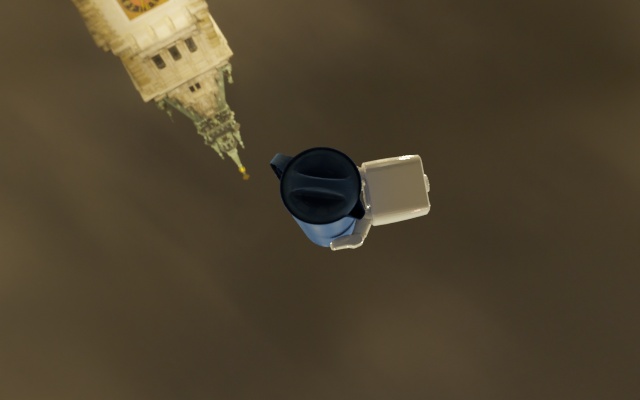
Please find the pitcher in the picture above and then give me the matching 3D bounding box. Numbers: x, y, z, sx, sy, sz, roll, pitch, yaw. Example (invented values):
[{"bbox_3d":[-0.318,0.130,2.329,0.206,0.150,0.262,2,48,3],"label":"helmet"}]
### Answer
[{"bbox_3d":[0.000,0.003,0.875,0.145,0.149,0.243,-11,-18,0],"label":"pitcher"}]
